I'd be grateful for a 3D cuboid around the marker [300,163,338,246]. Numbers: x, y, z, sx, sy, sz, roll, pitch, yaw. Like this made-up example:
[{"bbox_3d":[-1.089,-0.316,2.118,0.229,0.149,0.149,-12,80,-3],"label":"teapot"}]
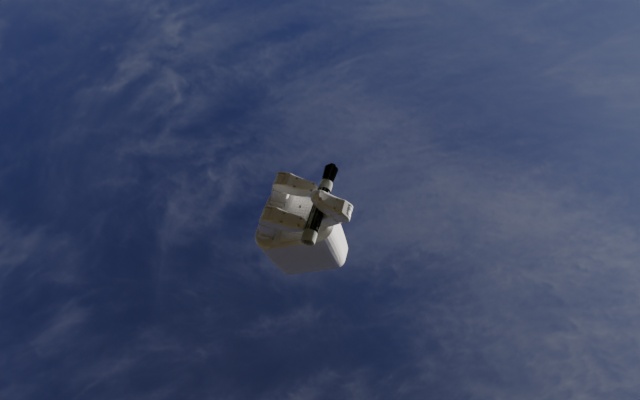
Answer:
[{"bbox_3d":[0.000,0.002,0.627,0.020,0.121,0.020,14,-28,8],"label":"marker"}]
